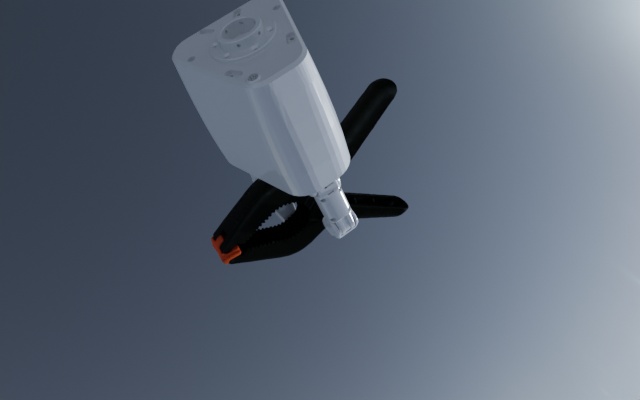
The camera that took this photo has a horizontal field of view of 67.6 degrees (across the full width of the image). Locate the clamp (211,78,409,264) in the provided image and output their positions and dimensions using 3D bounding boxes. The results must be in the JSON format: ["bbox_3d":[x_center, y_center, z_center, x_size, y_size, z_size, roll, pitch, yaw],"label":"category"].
[{"bbox_3d":[0.000,0.002,0.454,0.210,0.165,0.036,-35,45,-9],"label":"clamp"}]
